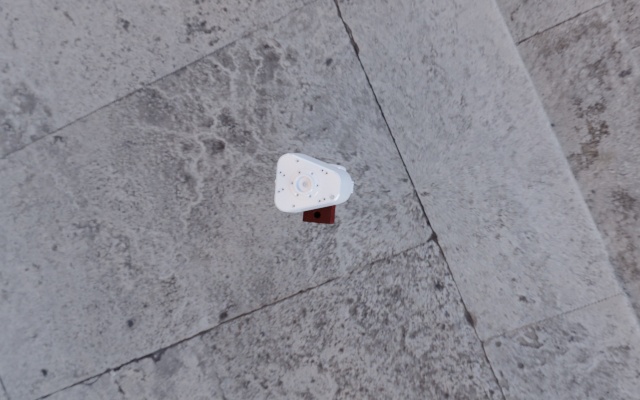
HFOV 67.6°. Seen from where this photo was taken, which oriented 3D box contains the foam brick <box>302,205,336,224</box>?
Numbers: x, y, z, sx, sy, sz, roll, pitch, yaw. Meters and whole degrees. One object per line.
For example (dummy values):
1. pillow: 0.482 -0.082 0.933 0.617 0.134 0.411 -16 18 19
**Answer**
1. foam brick: 0.000 0.003 0.877 0.053 0.078 0.051 5 3 11
